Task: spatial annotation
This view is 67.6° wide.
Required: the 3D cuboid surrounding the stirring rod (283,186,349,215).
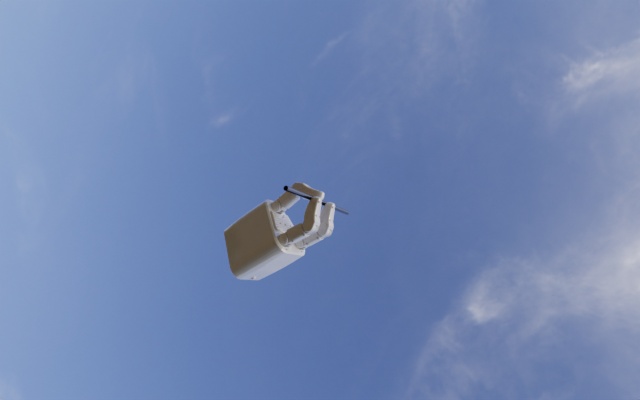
[{"bbox_3d":[0.000,0.003,0.818,0.011,0.011,0.239,0,-10,26],"label":"stirring rod"}]
